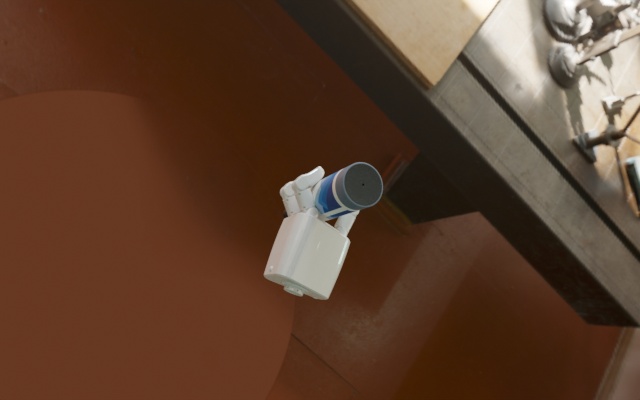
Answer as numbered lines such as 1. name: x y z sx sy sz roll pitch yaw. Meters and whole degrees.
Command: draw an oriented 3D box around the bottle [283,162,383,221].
1. bottle: 0.000 0.003 0.813 0.069 0.069 0.296 0 -10 -25
